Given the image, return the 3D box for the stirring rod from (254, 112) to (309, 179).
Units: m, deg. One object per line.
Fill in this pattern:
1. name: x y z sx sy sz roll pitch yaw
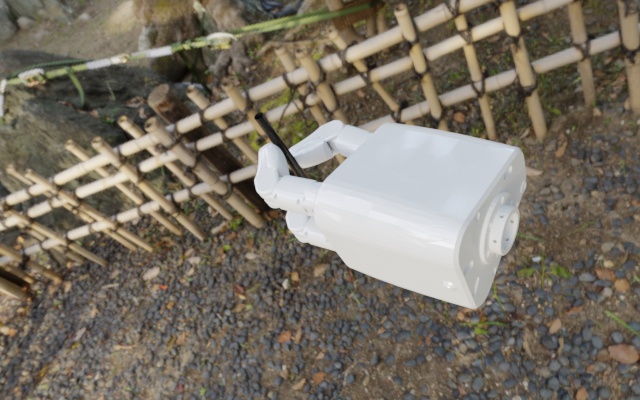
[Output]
1. stirring rod: 0.000 0.002 0.460 0.011 0.011 0.240 0 -34 29
